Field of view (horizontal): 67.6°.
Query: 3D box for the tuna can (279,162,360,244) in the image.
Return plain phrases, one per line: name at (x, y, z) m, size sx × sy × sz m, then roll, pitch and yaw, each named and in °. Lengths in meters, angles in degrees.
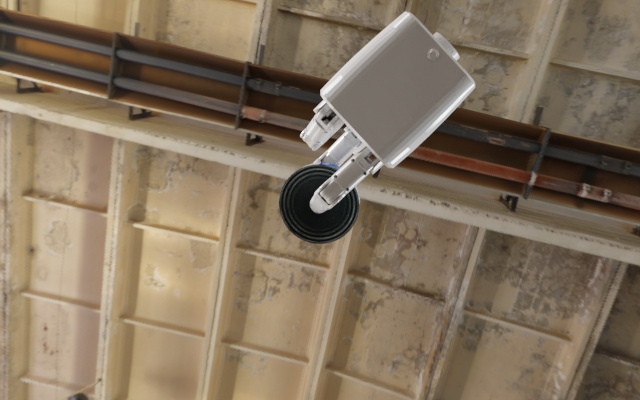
tuna can at (0.000, 0.002, 0.519) m, size 0.086 × 0.086 × 0.033 m, roll 0°, pitch 10°, yaw 7°
